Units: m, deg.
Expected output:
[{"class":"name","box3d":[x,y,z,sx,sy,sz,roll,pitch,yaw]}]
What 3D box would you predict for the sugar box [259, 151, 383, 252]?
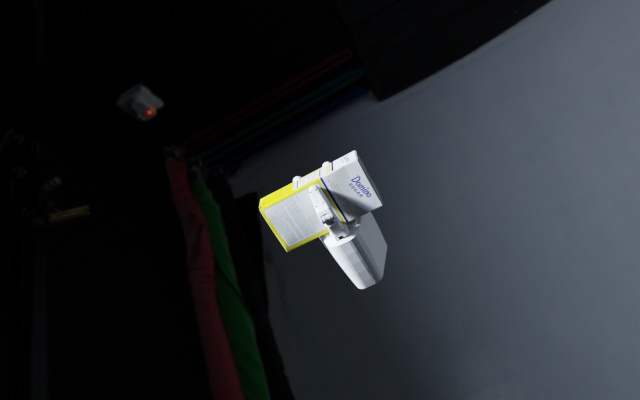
[{"class":"sugar box","box3d":[0.000,0.002,0.761,0.176,0.093,0.048,-27,24,10]}]
